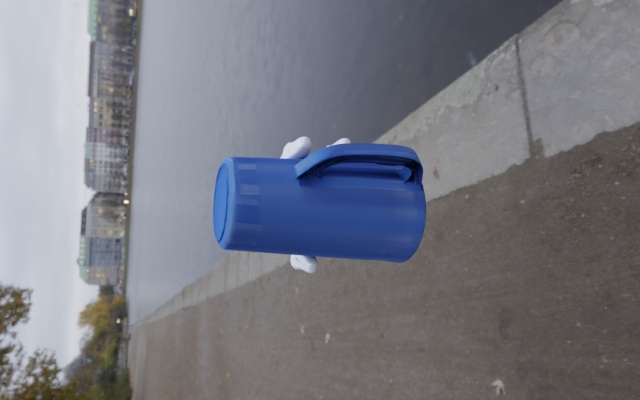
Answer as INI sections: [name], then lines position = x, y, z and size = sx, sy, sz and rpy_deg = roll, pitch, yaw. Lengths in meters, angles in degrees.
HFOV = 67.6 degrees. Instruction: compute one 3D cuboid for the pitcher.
[pitcher]
position = 0.000, 0.002, 0.584
size = 0.243, 0.149, 0.145
rpy_deg = 3, 4, -21
